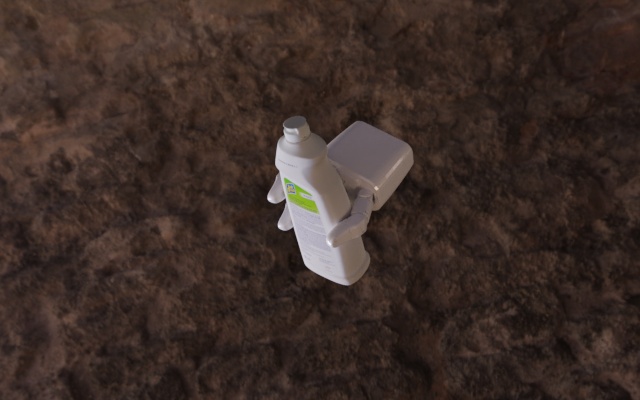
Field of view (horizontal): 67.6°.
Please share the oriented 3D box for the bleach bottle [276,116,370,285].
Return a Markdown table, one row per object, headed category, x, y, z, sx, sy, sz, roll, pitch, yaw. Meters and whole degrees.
| category | x | y | z | sx | sy | sz | roll | pitch | yaw |
| --- | --- | --- | --- | --- | --- | --- | --- | --- | --- |
| bleach bottle | 0.000 | 0.002 | 0.644 | 0.102 | 0.251 | 0.068 | 19 | 50 | 33 |
